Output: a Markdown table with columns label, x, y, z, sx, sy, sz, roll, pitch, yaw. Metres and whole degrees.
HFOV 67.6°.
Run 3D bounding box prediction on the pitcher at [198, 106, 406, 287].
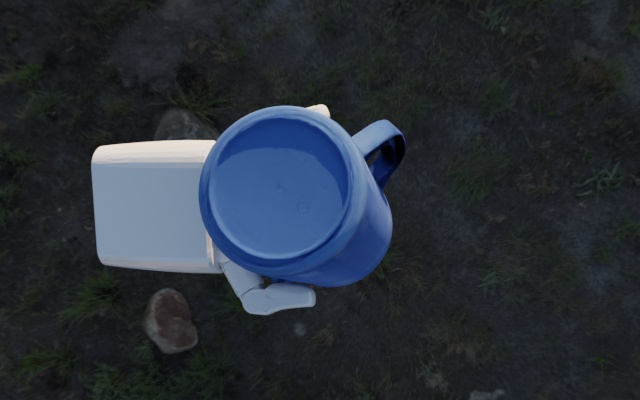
| label | x | y | z | sx | sy | sz | roll | pitch | yaw |
| --- | --- | --- | --- | --- | --- | --- | --- | --- | --- |
| pitcher | 0.000 | 0.001 | 0.403 | 0.145 | 0.149 | 0.243 | 0 | -8 | 9 |
